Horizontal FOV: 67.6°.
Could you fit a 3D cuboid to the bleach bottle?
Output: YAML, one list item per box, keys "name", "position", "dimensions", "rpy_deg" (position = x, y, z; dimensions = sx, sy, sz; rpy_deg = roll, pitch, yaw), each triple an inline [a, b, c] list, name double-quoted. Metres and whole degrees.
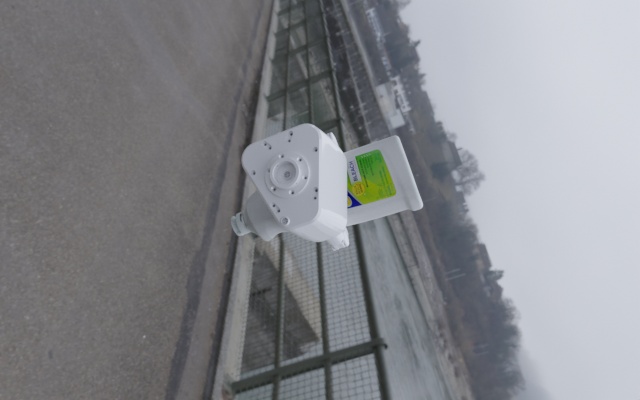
- name: "bleach bottle"
  position: [0.000, 0.002, 0.638]
  dimensions: [0.251, 0.102, 0.068]
  rpy_deg: [-20, -15, 12]
